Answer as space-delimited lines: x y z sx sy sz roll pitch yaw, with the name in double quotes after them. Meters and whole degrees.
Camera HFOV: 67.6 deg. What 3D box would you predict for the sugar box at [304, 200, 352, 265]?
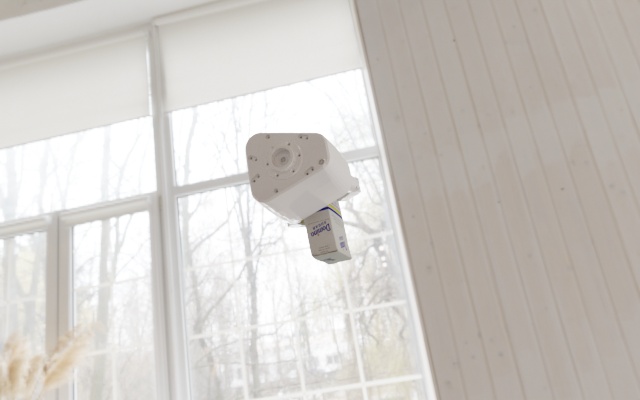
0.000 0.002 0.712 0.048 0.176 0.093 -14 -18 13 "sugar box"
